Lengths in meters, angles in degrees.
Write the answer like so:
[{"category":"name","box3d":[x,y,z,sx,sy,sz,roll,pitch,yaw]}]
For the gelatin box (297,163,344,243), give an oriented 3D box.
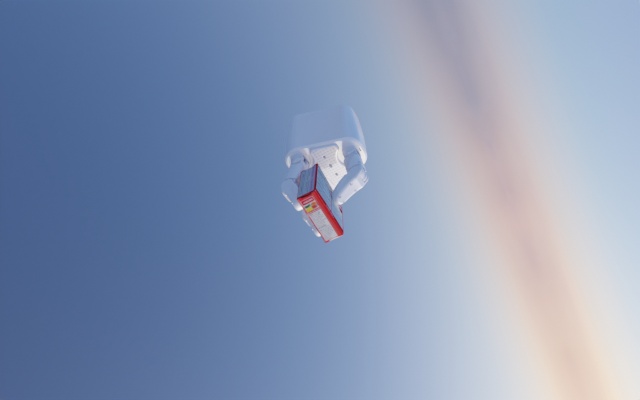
[{"category":"gelatin box","box3d":[0.000,0.002,0.628,0.030,0.073,0.089,-26,23,13]}]
